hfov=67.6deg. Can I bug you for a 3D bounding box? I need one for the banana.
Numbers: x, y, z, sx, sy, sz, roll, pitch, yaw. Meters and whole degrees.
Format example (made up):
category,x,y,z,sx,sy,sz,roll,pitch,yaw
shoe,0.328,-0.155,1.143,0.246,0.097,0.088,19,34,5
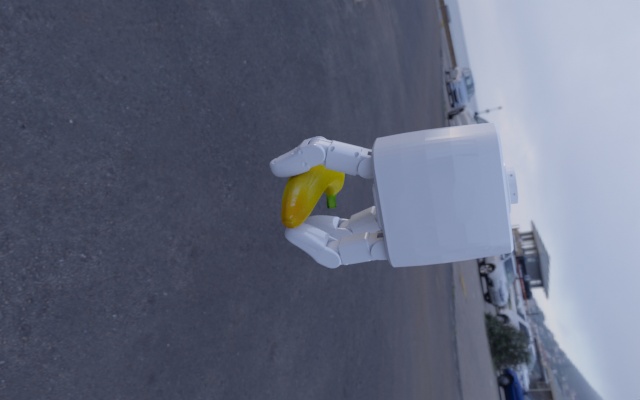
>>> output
category,x,y,z,sx,sy,sz,roll,pitch,yaw
banana,-0.001,-0.017,0.507,0.037,0.069,0.198,-5,3,15
